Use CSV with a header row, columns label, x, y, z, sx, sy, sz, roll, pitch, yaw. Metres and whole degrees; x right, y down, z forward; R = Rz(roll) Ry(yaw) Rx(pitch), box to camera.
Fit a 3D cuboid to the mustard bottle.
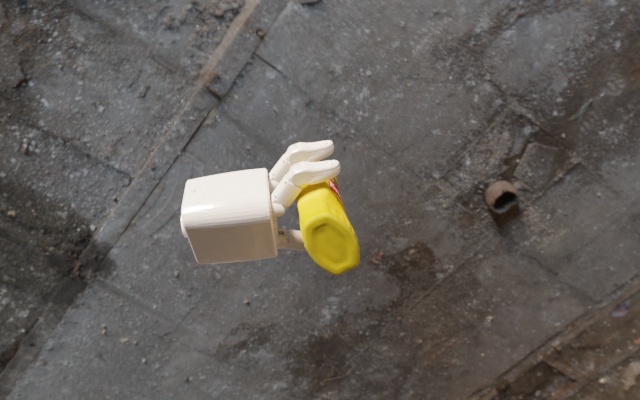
label,x,y,z,sx,sy,sz,roll,pitch,yaw
mustard bottle,0.000,0.002,0.617,0.058,0.096,0.191,-27,33,8
